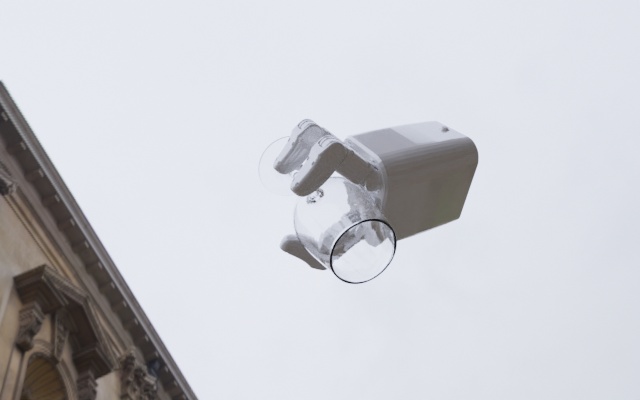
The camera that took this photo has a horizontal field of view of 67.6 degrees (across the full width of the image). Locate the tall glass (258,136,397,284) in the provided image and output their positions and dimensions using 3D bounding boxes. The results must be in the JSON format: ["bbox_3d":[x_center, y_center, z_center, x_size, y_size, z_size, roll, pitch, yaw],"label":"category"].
[{"bbox_3d":[0.000,0.001,0.475,0.079,0.079,0.201,0,25,-23],"label":"tall glass"}]
